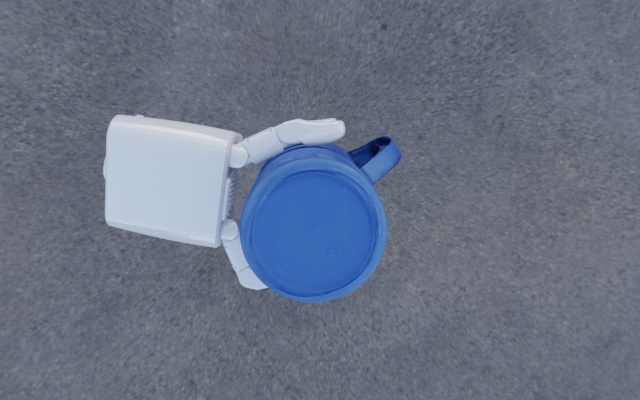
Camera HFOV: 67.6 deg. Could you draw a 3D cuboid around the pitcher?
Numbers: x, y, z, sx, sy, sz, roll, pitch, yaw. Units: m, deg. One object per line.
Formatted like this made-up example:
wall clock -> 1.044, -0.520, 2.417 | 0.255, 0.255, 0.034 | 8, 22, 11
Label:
pitcher -> 0.000, 0.002, 0.455 | 0.145, 0.149, 0.243 | 10, 7, -3
